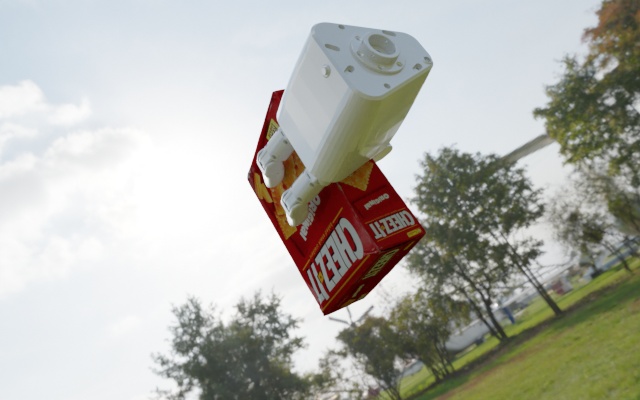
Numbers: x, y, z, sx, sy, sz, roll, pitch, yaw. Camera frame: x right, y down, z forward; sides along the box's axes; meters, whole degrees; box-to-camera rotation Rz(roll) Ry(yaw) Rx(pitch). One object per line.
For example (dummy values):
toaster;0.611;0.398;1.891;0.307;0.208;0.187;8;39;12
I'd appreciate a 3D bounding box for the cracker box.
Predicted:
cracker box;0.000;0.002;0.548;0.072;0.213;0.164;-18;-26;-31
